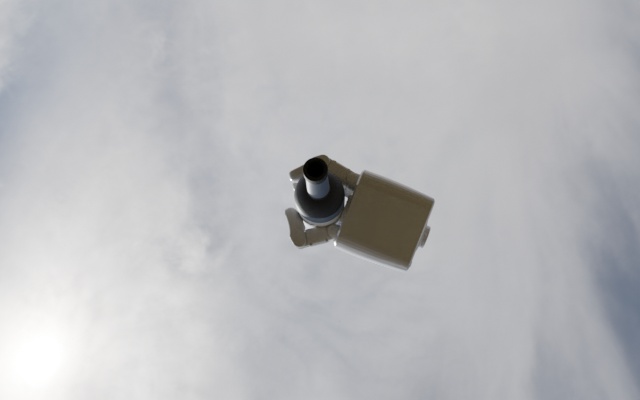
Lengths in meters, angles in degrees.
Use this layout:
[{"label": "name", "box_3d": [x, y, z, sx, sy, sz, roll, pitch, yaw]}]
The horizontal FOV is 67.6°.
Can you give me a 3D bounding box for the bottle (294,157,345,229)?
[{"label": "bottle", "box_3d": [0.000, 0.002, 0.657, 0.069, 0.069, 0.296, 0, -14, 2]}]
